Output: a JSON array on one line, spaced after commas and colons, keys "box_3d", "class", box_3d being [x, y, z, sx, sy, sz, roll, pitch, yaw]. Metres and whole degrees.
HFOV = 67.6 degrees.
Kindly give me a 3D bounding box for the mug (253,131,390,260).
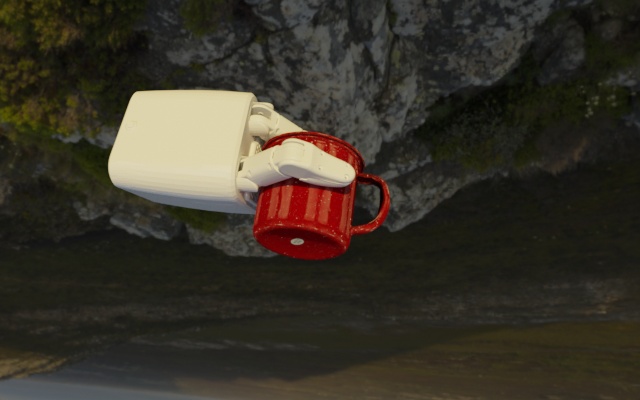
[{"box_3d": [0.001, 0.002, 0.408, 0.117, 0.081, 0.093, 4, -26, 7], "class": "mug"}]
